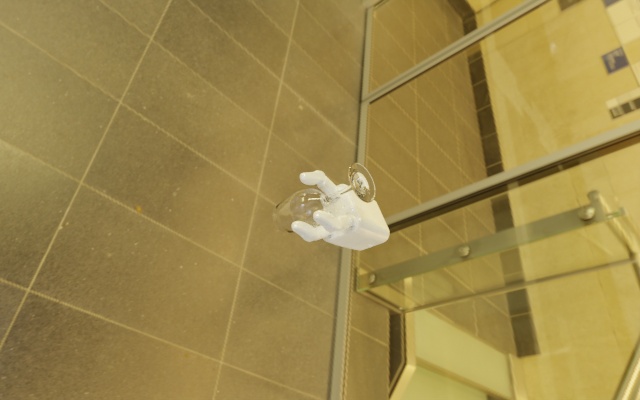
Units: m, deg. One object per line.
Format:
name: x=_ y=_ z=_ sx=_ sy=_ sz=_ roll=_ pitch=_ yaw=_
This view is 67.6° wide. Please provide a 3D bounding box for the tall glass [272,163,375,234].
tall glass: x=0.001 y=0.003 z=0.887 sx=0.201 sy=0.079 sz=0.079 roll=-25 pitch=-15 yaw=36
